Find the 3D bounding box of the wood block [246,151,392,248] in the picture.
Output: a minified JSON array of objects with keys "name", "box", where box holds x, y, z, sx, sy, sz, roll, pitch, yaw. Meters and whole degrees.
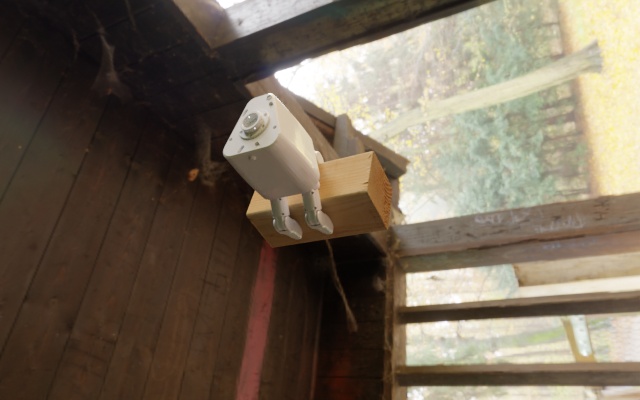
[{"name":"wood block","box":[0.000,0.002,0.762,0.206,0.090,0.090,-11,-47,26]}]
